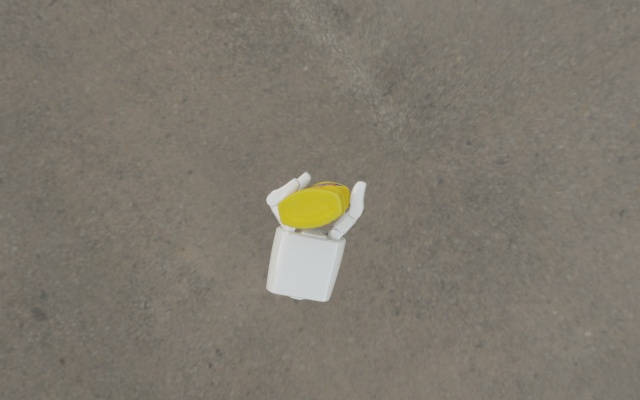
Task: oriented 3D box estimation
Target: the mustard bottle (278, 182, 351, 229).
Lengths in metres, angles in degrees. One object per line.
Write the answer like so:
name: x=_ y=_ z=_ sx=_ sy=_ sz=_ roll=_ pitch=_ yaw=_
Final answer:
mustard bottle: x=0.000 y=0.002 z=0.770 sx=0.096 sy=0.058 sz=0.191 roll=-11 pitch=4 yaw=11
